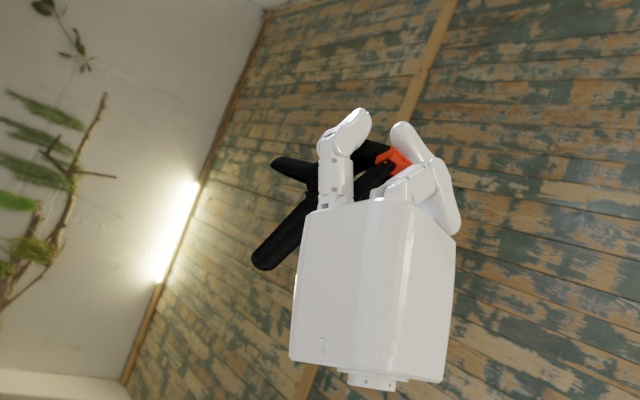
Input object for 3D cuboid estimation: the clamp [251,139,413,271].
[{"bbox_3d":[0.001,0.001,0.414,0.039,0.120,0.171,23,-23,-36],"label":"clamp"}]
